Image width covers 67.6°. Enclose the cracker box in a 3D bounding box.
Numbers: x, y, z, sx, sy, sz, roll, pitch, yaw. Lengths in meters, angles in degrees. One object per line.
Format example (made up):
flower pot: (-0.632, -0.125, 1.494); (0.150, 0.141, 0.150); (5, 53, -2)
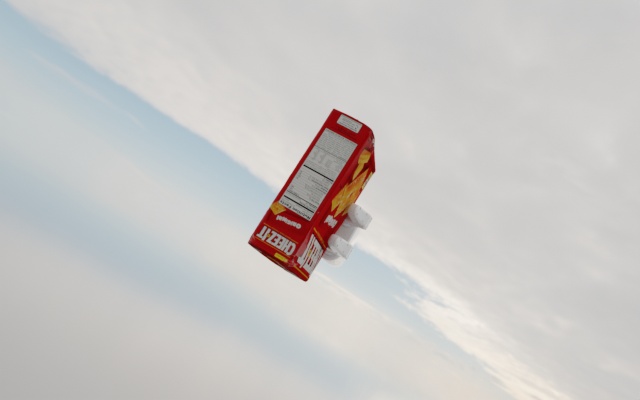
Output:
cracker box: (0.000, 0.002, 0.682); (0.072, 0.213, 0.164); (29, -11, 14)
